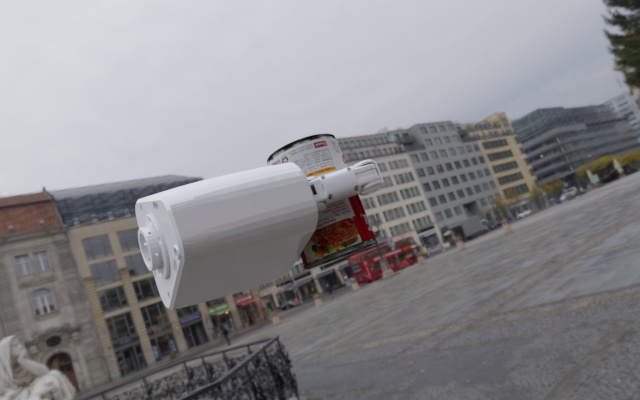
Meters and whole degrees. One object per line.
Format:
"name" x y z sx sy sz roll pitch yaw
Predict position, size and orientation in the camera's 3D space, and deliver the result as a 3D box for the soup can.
"soup can" 0.000 0.001 0.419 0.068 0.102 0.068 -20 -9 -3
